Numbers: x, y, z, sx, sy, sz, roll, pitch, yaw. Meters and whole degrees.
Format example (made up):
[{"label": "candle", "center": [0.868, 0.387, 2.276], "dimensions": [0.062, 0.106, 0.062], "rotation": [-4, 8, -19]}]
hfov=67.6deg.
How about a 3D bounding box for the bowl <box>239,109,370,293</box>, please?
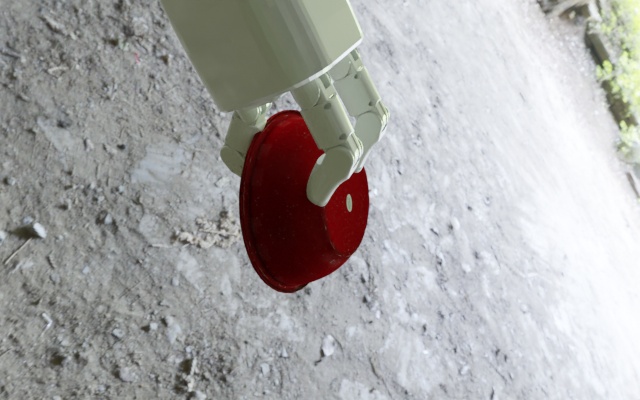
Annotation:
[{"label": "bowl", "center": [0.001, 0.002, 0.413], "dimensions": [0.055, 0.162, 0.162], "rotation": [1, 1, 28]}]
